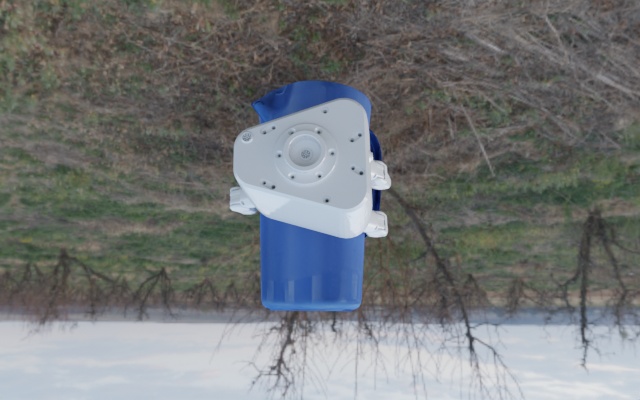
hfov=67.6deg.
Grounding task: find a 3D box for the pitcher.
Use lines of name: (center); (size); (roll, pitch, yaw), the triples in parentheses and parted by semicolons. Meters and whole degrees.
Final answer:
pitcher: (0.000, 0.002, 0.545); (0.149, 0.242, 0.145); (0, -13, 3)
